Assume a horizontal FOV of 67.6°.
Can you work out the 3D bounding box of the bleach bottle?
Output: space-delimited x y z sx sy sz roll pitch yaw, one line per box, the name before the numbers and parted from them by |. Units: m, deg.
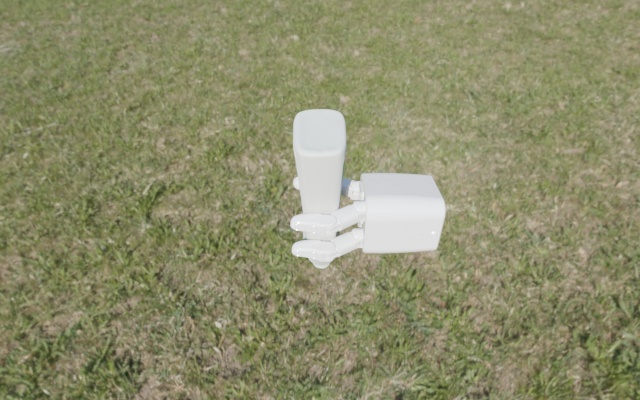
bleach bottle | 0.000 0.002 0.683 0.068 0.251 0.102 -1 45 0
